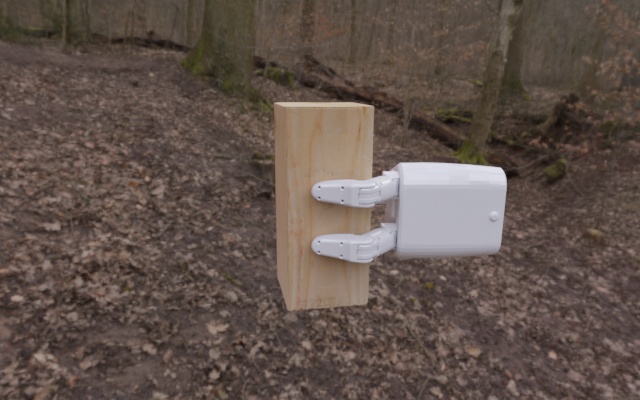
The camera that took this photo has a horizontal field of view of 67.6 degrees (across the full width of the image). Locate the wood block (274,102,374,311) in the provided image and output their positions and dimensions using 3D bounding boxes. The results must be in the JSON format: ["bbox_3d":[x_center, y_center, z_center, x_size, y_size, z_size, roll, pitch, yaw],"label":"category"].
[{"bbox_3d":[0.000,0.001,0.512,0.090,0.206,0.090,-2,15,-11],"label":"wood block"}]
